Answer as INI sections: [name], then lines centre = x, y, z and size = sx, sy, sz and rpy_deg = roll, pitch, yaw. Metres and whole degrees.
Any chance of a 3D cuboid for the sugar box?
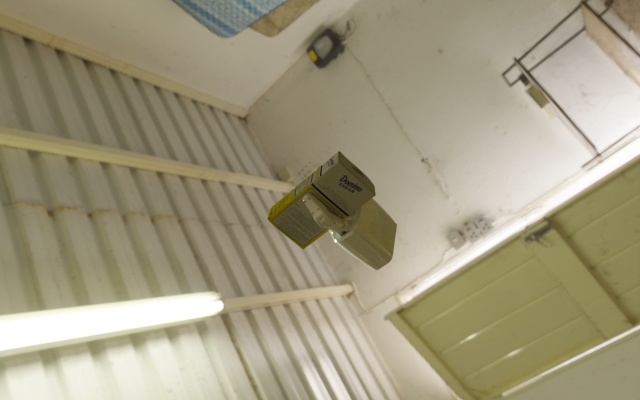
[sugar box]
centre = 0.000, 0.003, 0.832
size = 0.176, 0.093, 0.048
rpy_deg = -39, 25, 23
